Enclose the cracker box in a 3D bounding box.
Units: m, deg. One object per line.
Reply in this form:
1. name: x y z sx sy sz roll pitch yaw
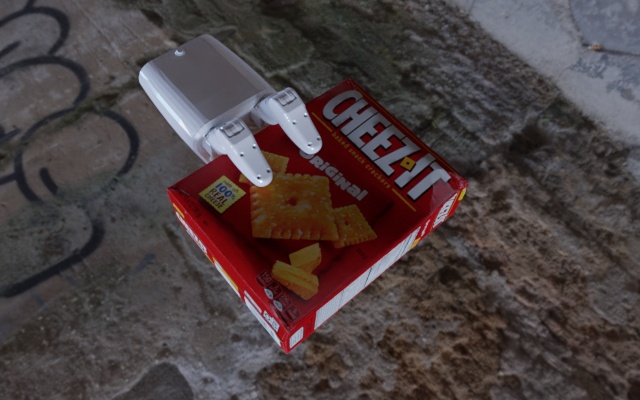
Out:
1. cracker box: 0.000 0.002 0.436 0.213 0.164 0.072 -36 -21 -21
